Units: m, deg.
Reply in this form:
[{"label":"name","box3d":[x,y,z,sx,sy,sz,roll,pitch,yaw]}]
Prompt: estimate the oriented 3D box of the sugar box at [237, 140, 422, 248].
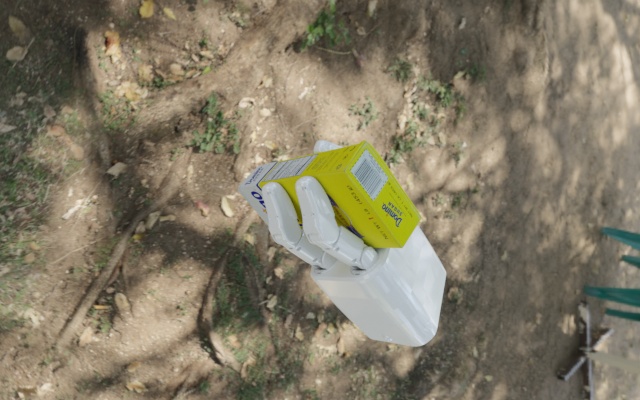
[{"label":"sugar box","box3d":[0.000,0.002,0.464,0.176,0.093,0.048,-9,36,50]}]
